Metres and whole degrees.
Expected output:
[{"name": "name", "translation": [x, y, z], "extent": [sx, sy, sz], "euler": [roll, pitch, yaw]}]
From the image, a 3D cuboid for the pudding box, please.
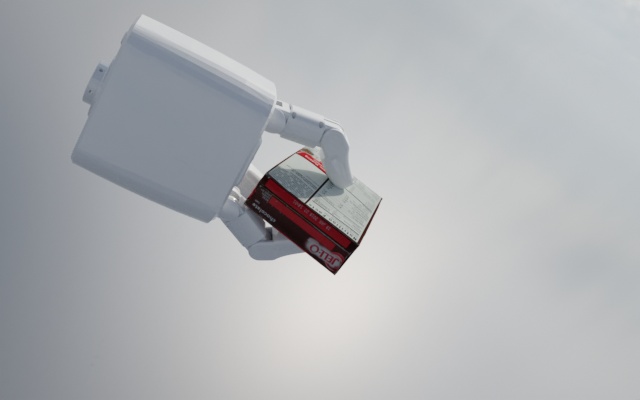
[{"name": "pudding box", "translation": [0.000, 0.001, 0.404], "extent": [0.090, 0.039, 0.113], "euler": [39, 27, 1]}]
